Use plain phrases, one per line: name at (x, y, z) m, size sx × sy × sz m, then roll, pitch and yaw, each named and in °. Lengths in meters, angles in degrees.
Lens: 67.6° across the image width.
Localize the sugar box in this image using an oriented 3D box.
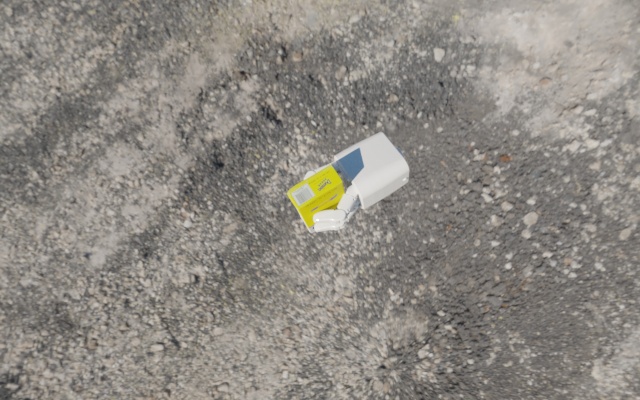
sugar box at (0.001, 0.003, 0.892) m, size 0.093 × 0.048 × 0.176 m, roll -31°, pitch -21°, yaw -3°
